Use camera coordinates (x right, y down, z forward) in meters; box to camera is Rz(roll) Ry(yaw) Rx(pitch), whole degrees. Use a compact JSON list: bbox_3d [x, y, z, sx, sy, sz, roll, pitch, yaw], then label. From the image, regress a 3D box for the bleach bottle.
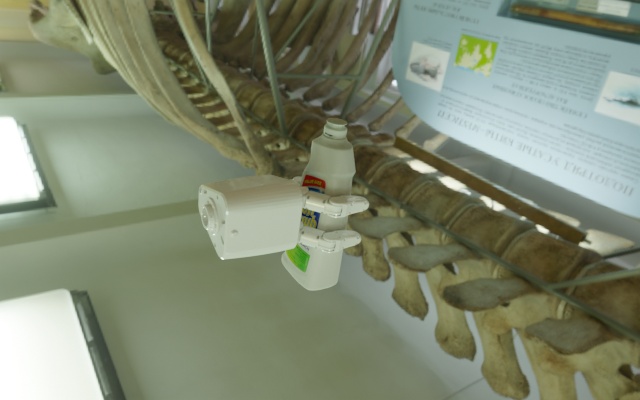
[{"bbox_3d":[0.000,0.002,0.695,0.068,0.251,0.102,-8,31,-31],"label":"bleach bottle"}]
